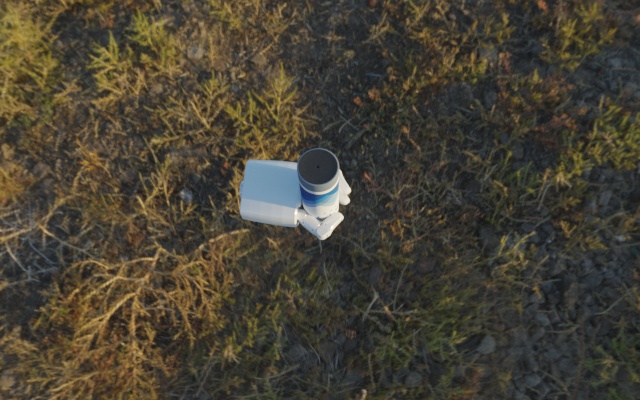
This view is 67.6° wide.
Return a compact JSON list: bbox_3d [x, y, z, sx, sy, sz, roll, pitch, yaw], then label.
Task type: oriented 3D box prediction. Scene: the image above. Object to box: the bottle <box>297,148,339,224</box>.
[{"bbox_3d":[0.000,0.003,0.881,0.069,0.069,0.296,0,-22,2],"label":"bottle"}]
